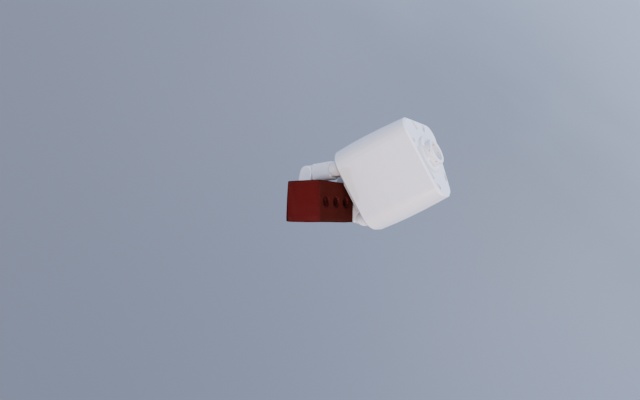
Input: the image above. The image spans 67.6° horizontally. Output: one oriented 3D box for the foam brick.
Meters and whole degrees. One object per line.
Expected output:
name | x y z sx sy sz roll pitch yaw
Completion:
foam brick | 0.000 0.002 0.615 0.051 0.053 0.078 0 -2 36
